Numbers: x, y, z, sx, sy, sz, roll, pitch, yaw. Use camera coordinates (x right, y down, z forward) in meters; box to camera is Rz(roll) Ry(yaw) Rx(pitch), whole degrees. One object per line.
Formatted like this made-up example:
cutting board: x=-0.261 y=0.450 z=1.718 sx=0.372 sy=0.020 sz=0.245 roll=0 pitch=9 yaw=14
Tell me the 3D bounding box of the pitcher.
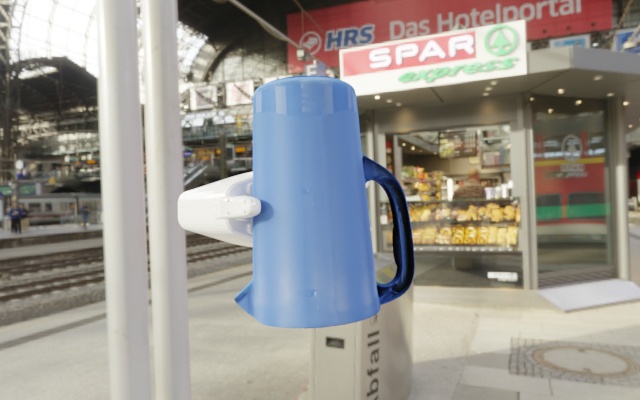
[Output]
pitcher: x=0.000 y=0.002 z=0.500 sx=0.145 sy=0.243 sz=0.149 roll=-3 pitch=-1 yaw=42
